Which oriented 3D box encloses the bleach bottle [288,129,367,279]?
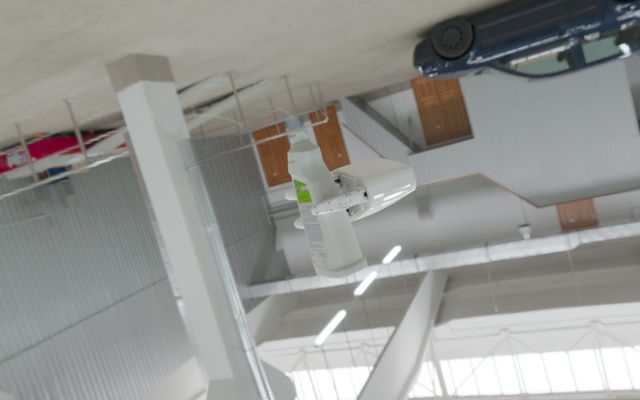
[{"bbox_3d":[0.000,0.003,0.810,0.068,0.251,0.102,-20,7,-30],"label":"bleach bottle"}]
